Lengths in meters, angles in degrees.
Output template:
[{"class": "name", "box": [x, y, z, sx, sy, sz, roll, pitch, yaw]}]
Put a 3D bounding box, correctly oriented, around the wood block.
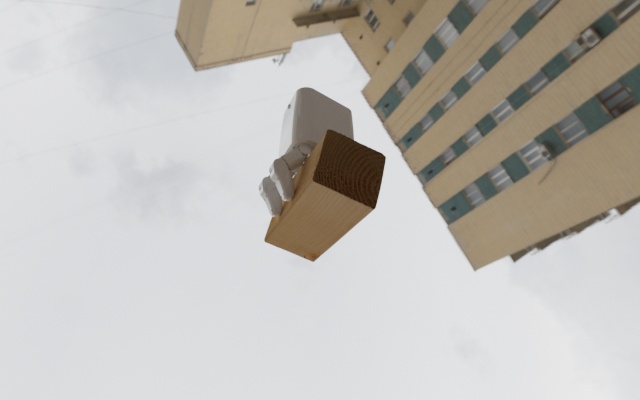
[{"class": "wood block", "box": [0.000, 0.002, 0.689, 0.091, 0.090, 0.206, 23, -33, -12]}]
